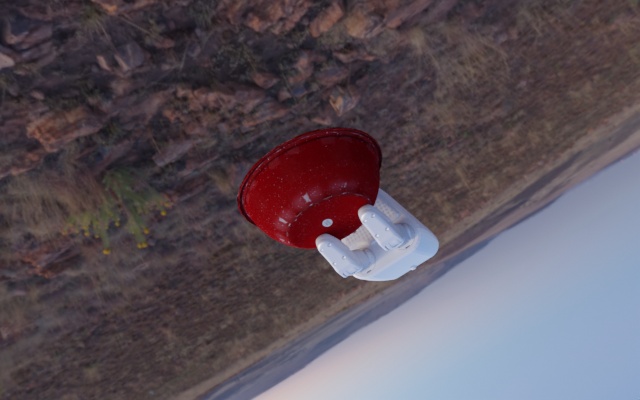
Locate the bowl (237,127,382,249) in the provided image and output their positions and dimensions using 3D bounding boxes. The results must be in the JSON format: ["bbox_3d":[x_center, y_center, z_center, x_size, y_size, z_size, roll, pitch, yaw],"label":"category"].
[{"bbox_3d":[-0.001,0.002,0.490,0.162,0.055,0.162,-17,-33,-12],"label":"bowl"}]
